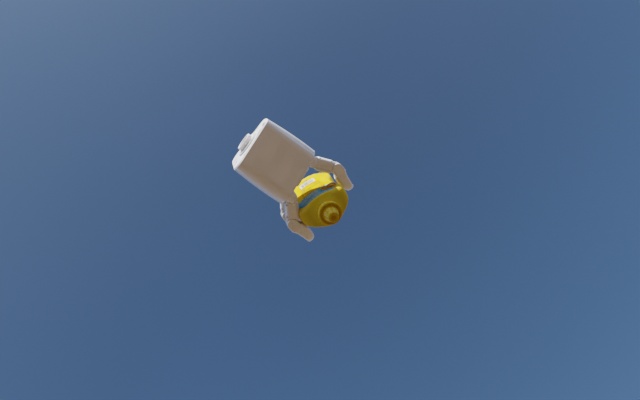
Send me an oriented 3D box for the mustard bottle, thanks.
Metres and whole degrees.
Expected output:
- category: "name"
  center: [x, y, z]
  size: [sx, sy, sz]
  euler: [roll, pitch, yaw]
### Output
- category: "mustard bottle"
  center: [0.000, 0.003, 0.875]
  size: [0.096, 0.058, 0.191]
  euler: [-32, 19, -4]
